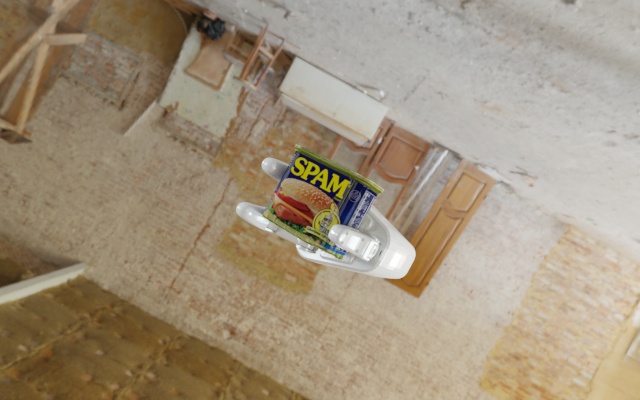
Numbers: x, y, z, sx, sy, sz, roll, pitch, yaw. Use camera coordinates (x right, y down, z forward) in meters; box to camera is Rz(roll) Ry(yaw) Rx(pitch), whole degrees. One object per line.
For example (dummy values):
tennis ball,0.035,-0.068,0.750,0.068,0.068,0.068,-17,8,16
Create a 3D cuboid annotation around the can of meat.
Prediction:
can of meat,0.000,0.002,0.495,0.102,0.084,0.057,28,1,29
